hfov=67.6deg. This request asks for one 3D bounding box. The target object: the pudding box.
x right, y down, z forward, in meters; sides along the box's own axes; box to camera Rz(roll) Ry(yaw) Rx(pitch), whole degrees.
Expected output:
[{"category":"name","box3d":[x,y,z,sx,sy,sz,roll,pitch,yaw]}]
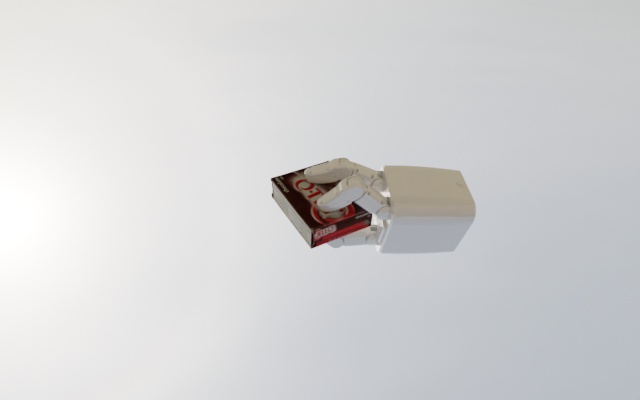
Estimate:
[{"category":"pudding box","box3d":[0.000,0.002,0.612,0.090,0.039,0.113,-18,43,-26]}]
